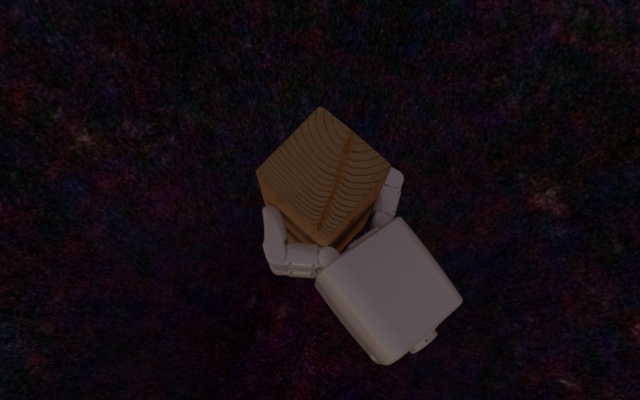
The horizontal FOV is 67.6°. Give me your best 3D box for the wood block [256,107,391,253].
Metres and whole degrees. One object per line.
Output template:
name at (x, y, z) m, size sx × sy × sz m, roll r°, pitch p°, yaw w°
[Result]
wood block at (0.001, 0.002, 0.519) m, size 0.090 × 0.091 × 0.206 m, roll 41°, pitch -14°, yaw 10°
